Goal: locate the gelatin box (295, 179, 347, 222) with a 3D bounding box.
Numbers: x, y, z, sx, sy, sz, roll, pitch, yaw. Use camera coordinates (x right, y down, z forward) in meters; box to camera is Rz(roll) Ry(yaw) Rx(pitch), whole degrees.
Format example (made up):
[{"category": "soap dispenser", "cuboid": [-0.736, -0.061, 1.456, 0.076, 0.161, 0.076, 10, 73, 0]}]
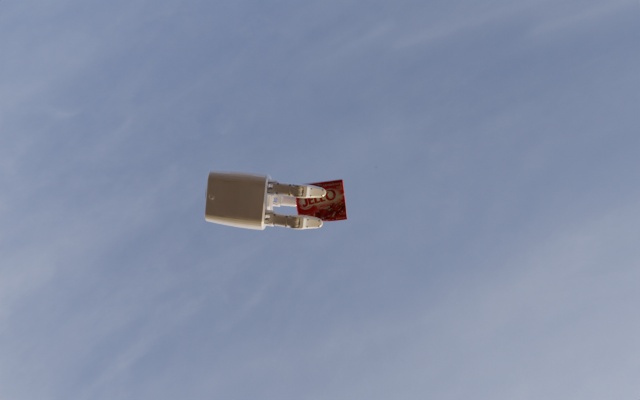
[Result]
[{"category": "gelatin box", "cuboid": [0.000, 0.003, 0.861, 0.089, 0.073, 0.030, -7, 5, -2]}]
